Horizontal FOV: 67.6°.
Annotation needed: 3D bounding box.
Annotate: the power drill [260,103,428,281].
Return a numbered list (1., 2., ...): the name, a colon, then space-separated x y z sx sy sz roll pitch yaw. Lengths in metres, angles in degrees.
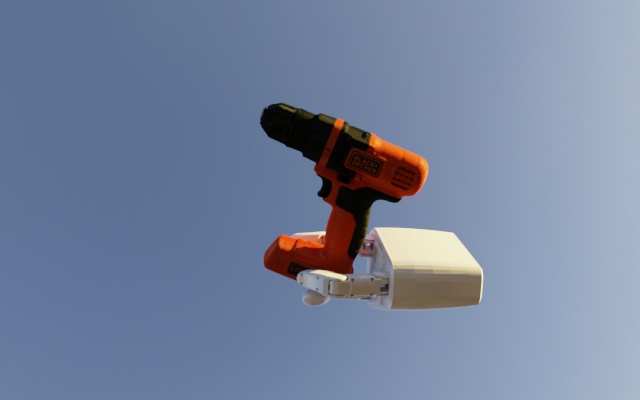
1. power drill: 0.000 0.002 0.528 0.184 0.188 0.057 22 25 -1
